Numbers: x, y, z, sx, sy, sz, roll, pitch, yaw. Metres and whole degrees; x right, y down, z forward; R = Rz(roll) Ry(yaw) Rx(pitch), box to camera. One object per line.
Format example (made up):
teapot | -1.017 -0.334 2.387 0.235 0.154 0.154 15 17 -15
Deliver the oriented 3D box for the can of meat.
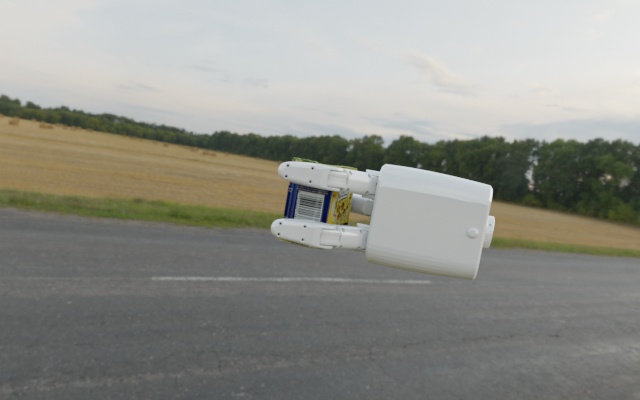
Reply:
can of meat | 0.000 0.001 0.508 0.057 0.084 0.102 11 5 18
